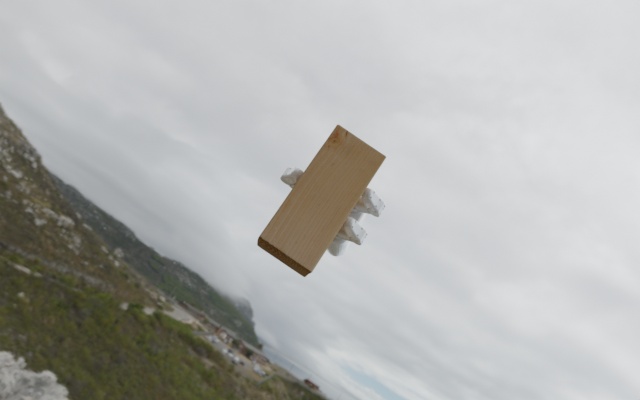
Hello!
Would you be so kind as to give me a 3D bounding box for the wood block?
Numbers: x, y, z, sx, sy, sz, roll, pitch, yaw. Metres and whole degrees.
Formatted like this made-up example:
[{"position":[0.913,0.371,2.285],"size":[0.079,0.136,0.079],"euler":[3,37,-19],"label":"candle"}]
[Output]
[{"position":[0.000,0.002,0.723],"size":[0.091,0.206,0.090],"euler":[34,-16,0],"label":"wood block"}]
